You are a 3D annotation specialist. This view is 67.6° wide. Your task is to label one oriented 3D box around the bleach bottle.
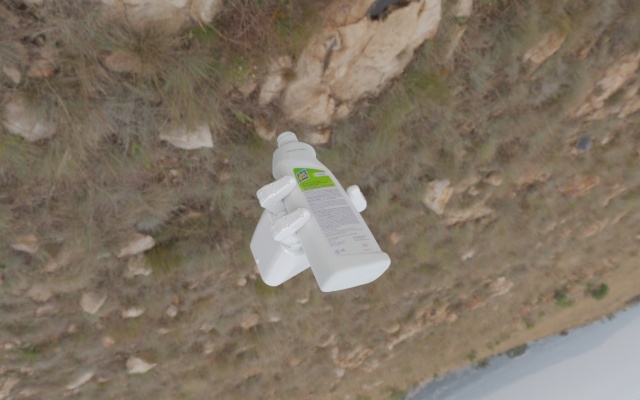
[{"bbox_3d":[0.000,0.002,0.688,0.102,0.250,0.068,-6,-33,-32],"label":"bleach bottle"}]
